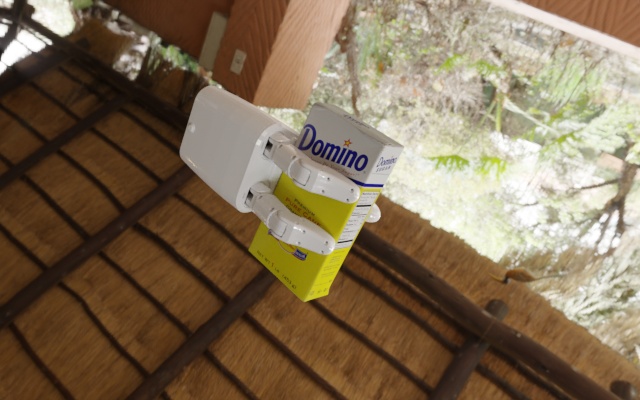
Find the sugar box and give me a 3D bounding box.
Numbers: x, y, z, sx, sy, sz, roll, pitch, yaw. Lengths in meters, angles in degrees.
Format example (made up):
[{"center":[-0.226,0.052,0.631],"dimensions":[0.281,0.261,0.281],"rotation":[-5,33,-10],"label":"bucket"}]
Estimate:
[{"center":[0.000,0.002,0.474],"dimensions":[0.093,0.176,0.048],"rotation":[36,24,30],"label":"sugar box"}]
